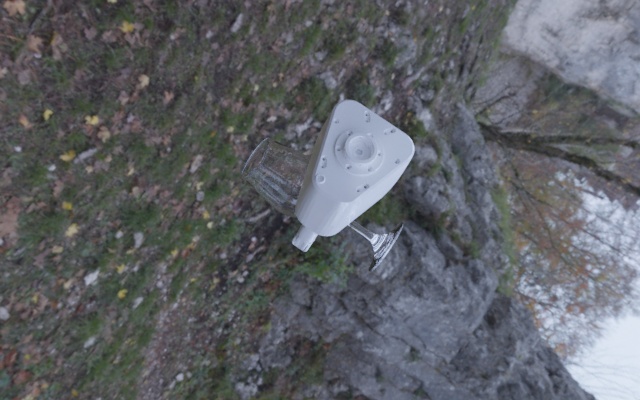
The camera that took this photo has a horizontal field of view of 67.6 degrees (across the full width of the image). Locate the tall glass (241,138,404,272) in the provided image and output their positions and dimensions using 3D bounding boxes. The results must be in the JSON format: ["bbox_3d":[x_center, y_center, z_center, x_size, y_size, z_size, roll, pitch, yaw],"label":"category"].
[{"bbox_3d":[0.001,0.002,0.598,0.201,0.079,0.079,34,1,2],"label":"tall glass"}]
